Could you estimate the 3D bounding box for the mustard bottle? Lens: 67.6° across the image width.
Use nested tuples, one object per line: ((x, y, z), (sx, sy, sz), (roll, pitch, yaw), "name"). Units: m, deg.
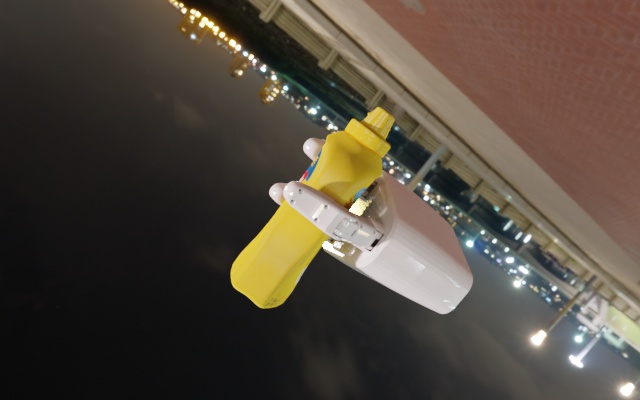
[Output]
((0.000, 0.001, 0.420), (0.058, 0.191, 0.096), (38, 9, 3), "mustard bottle")
